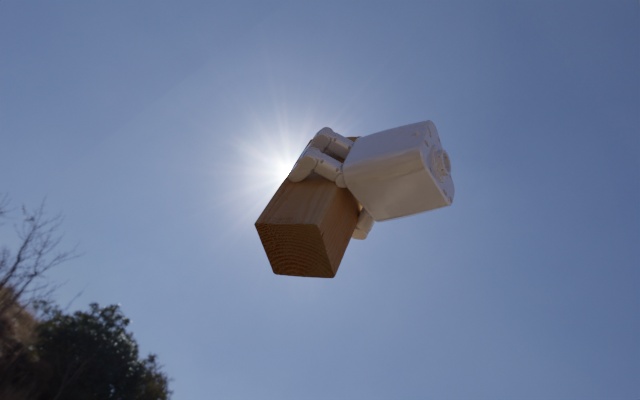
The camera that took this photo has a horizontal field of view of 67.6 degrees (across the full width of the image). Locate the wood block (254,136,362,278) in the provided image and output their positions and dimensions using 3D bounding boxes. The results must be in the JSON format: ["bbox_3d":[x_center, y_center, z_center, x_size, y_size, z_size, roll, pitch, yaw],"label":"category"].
[{"bbox_3d":[0.001,0.002,0.666,0.090,0.091,0.206,0,36,24],"label":"wood block"}]
